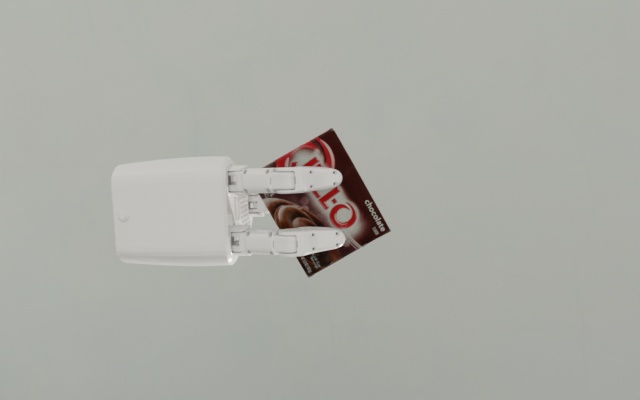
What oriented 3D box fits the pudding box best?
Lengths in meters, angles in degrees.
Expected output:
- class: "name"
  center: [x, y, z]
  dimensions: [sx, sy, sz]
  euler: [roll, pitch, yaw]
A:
- class: "pudding box"
  center: [0.000, 0.002, 0.455]
  dimensions: [0.090, 0.113, 0.039]
  euler: [-30, 4, 3]
